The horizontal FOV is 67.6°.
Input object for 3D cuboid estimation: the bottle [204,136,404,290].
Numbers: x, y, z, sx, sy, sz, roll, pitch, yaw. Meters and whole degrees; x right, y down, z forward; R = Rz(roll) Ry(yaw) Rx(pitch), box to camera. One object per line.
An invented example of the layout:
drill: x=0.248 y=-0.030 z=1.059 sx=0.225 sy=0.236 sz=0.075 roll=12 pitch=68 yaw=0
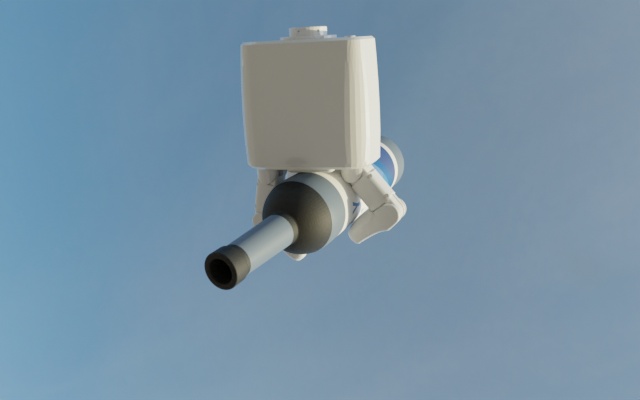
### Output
bottle: x=0.000 y=0.001 z=0.437 sx=0.069 sy=0.069 sz=0.295 roll=0 pitch=18 yaw=28
